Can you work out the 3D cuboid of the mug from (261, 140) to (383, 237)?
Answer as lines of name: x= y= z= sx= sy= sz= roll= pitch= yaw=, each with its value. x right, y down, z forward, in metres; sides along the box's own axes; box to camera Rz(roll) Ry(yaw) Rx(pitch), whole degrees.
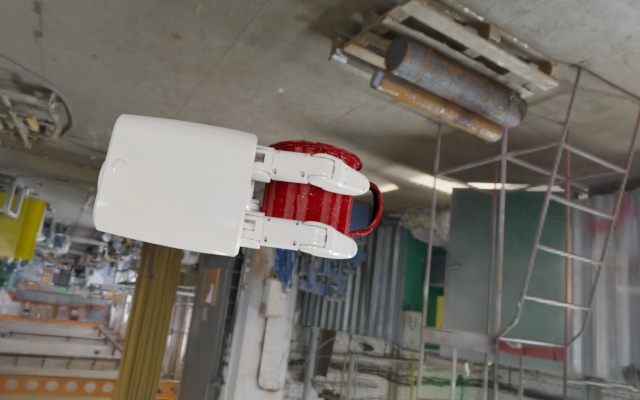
mug: x=0.001 y=0.002 z=0.443 sx=0.117 sy=0.081 sz=0.093 roll=10 pitch=-13 yaw=-9
